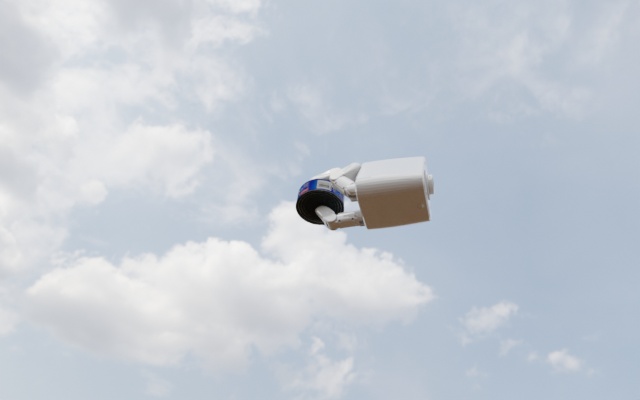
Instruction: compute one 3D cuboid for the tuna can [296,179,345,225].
[{"bbox_3d":[0.000,0.002,0.847,0.086,0.086,0.033,0,43,6],"label":"tuna can"}]
